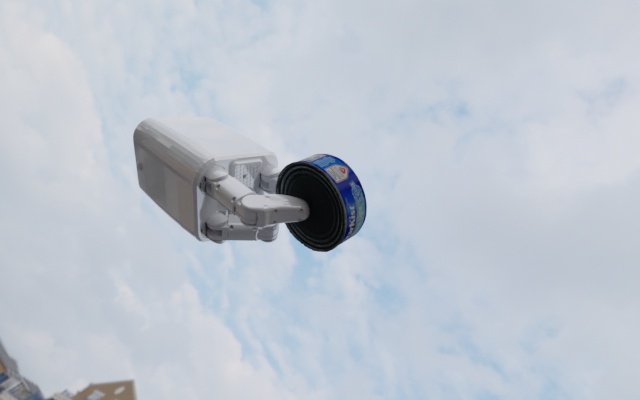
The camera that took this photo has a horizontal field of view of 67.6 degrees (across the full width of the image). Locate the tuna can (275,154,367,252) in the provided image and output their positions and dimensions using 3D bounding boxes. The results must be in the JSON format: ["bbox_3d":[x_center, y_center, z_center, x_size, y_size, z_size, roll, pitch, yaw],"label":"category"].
[{"bbox_3d":[0.001,0.001,0.436,0.086,0.086,0.033,0,19,46],"label":"tuna can"}]
